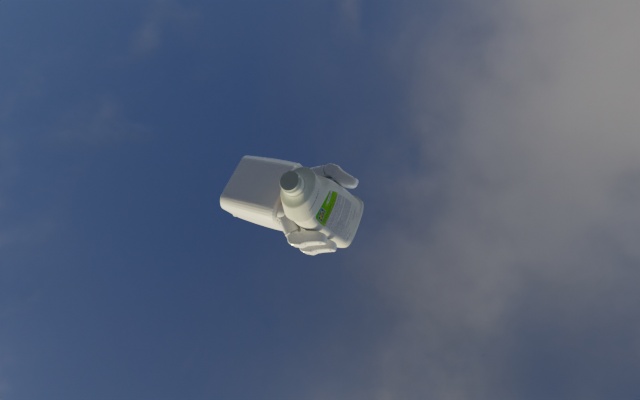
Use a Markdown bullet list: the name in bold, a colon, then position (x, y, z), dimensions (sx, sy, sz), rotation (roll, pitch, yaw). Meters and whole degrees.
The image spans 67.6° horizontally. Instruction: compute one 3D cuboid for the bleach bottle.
- **bleach bottle**: position (0.000, 0.003, 0.753), dimensions (0.068, 0.102, 0.251), rotation (14, -12, 23)
